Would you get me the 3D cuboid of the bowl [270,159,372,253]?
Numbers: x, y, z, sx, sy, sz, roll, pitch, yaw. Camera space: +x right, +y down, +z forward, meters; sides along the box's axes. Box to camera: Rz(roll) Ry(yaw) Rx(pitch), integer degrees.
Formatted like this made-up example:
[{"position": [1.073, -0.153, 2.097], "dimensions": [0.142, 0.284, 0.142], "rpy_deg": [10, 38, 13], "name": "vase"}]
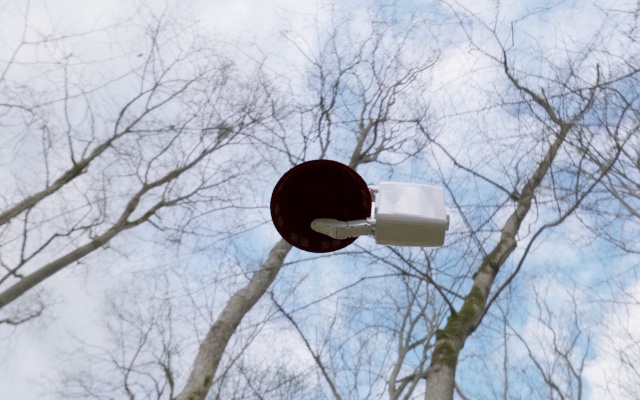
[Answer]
[{"position": [-0.001, 0.002, 0.771], "dimensions": [0.162, 0.162, 0.055], "rpy_deg": [0, 23, -3], "name": "bowl"}]
